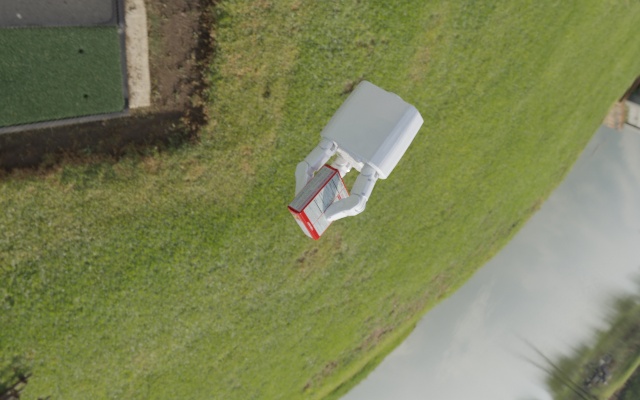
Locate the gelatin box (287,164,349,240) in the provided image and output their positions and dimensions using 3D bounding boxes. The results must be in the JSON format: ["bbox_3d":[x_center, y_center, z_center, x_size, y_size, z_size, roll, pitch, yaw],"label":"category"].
[{"bbox_3d":[0.000,0.003,0.698,0.030,0.089,0.073,27,-21,36],"label":"gelatin box"}]
